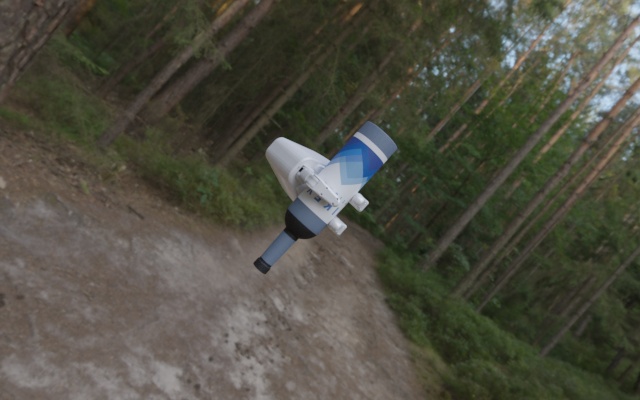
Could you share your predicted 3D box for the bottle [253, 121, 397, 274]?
[{"bbox_3d":[0.000,0.002,0.774,0.069,0.296,0.069,43,1,0],"label":"bottle"}]
